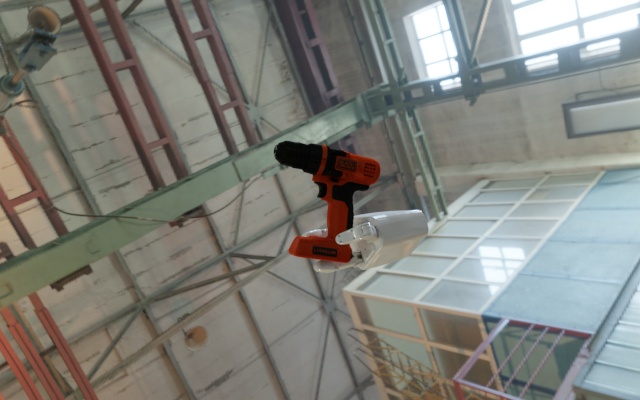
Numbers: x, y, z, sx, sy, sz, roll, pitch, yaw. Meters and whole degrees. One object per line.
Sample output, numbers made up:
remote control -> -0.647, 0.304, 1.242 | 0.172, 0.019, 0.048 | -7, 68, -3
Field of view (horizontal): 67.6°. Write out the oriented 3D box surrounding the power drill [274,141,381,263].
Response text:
power drill -> 0.000, 0.003, 0.790 | 0.184, 0.187, 0.057 | 11, 0, -15
